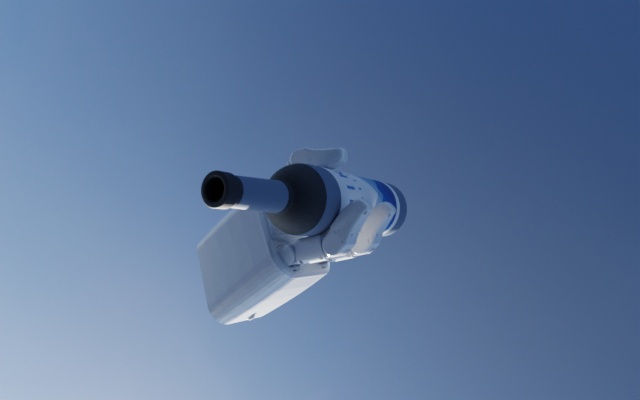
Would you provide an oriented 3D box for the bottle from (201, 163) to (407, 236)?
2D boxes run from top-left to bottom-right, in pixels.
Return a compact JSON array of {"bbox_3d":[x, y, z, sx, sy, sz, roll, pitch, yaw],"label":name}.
[{"bbox_3d":[0.000,0.001,0.466,0.069,0.069,0.296,0,-4,31],"label":"bottle"}]
